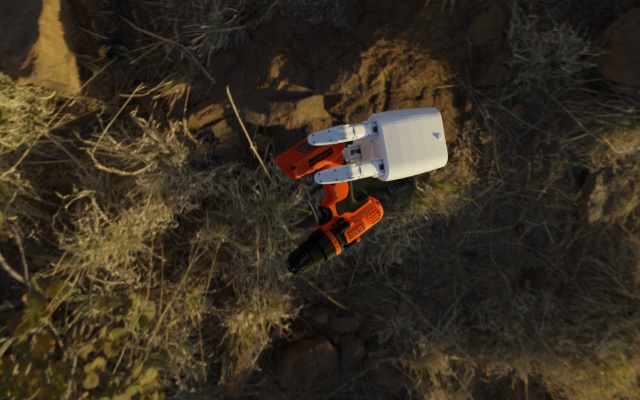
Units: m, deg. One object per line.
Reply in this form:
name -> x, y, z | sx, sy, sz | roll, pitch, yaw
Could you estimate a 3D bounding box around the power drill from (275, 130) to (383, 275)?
power drill -> 0.000, 0.002, 0.728 | 0.184, 0.188, 0.057 | -36, 34, -22
